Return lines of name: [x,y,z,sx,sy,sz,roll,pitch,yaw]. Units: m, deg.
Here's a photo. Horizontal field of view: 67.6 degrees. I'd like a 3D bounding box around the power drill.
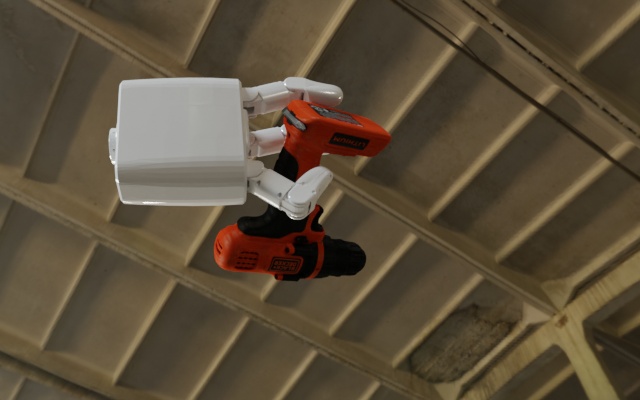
power drill: [0.000,0.001,0.497,0.184,0.188,0.057,8,24,-35]
